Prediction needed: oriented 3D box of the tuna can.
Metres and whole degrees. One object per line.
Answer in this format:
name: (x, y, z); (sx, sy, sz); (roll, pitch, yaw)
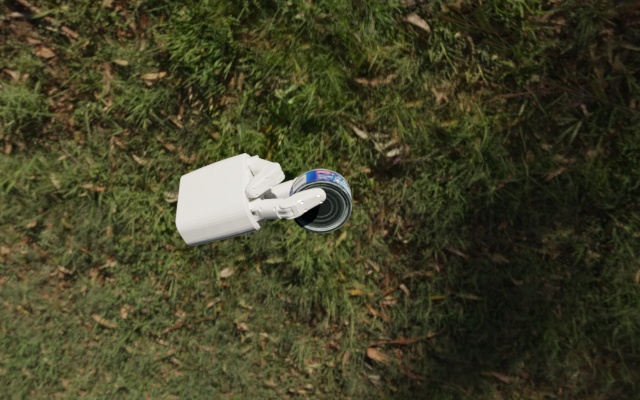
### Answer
tuna can: (0.000, 0.002, 0.649); (0.086, 0.086, 0.033); (0, 31, -2)
